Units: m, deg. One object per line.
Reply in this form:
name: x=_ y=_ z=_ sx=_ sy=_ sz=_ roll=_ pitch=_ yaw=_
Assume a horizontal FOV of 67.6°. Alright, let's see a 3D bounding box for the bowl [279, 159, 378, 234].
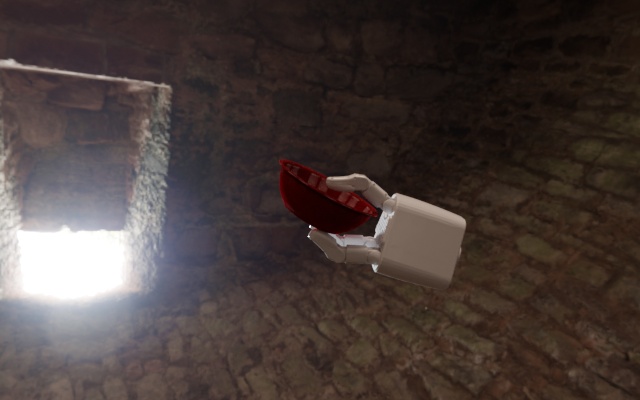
bowl: x=-0.001 y=0.002 z=0.690 sx=0.162 sy=0.055 sz=0.162 roll=29 pitch=10 yaw=-6
